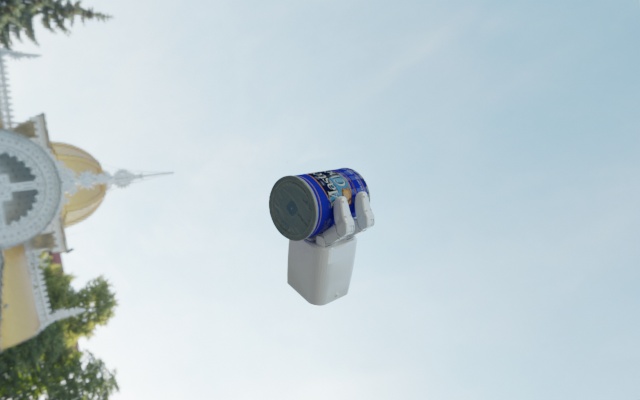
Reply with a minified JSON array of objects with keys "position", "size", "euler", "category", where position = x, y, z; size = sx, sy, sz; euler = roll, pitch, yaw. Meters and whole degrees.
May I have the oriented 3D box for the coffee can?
[{"position":[0.000,0.002,0.788],"size":[0.103,0.103,0.140],"euler":[0,8,42],"category":"coffee can"}]
